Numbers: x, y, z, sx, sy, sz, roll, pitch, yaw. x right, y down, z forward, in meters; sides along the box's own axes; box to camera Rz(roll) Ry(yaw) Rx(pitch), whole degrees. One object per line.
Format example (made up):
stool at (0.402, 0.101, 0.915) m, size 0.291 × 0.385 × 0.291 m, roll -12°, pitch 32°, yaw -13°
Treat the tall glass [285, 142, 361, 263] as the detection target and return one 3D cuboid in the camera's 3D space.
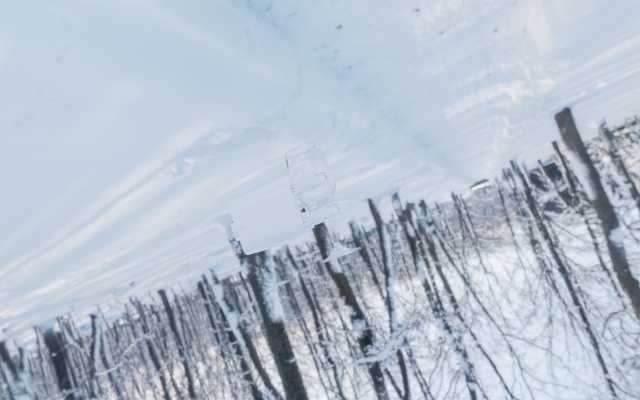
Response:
tall glass at (0.001, 0.003, 0.830) m, size 0.079 × 0.201 × 0.079 m, roll -20°, pitch -7°, yaw -2°
